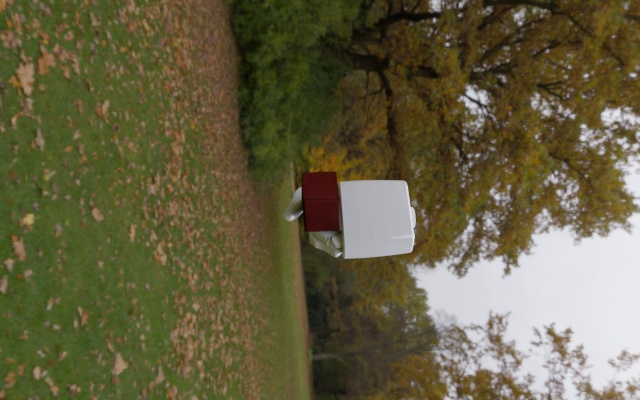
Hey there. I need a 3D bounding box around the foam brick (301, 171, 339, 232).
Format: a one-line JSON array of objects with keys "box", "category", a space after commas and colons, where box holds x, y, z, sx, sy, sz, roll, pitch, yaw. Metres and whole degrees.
[{"box": [0.000, 0.002, 0.690, 0.051, 0.053, 0.078, -2, -38, 0], "category": "foam brick"}]
